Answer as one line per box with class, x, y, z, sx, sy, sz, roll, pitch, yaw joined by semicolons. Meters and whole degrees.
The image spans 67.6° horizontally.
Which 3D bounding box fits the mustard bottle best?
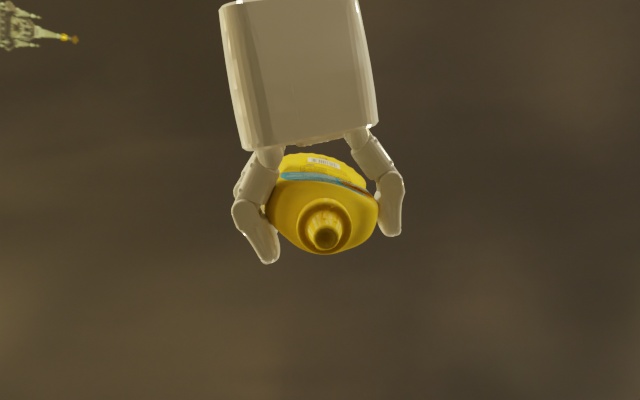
mustard bottle;0.000;0.002;0.418;0.096;0.058;0.191;14;13;-6
